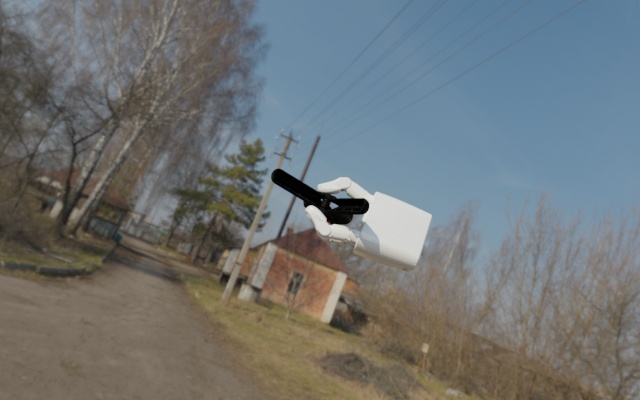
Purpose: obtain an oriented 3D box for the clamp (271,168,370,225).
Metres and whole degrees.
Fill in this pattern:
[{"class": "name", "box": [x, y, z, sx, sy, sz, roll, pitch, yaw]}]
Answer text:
[{"class": "clamp", "box": [0.001, 0.002, 0.830, 0.164, 0.036, 0.210, 22, -11, 6]}]
